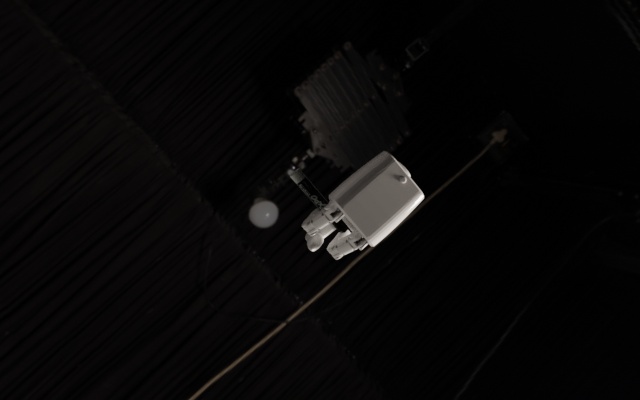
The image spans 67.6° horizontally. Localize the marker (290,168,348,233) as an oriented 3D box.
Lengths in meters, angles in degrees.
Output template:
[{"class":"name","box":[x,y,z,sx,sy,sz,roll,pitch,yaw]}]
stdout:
[{"class":"marker","box":[0.000,0.002,0.723,0.020,0.121,0.020,-39,11,9]}]
